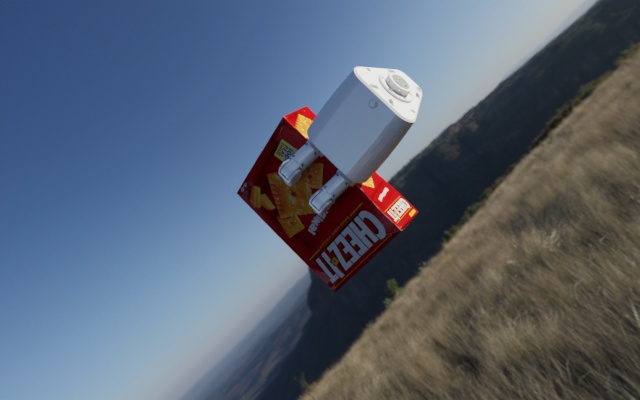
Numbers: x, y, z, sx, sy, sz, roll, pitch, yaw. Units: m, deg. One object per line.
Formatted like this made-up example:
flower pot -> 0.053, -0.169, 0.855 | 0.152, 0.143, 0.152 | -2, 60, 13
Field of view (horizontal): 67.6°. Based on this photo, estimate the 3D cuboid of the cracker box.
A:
cracker box -> 0.000, 0.002, 0.675 | 0.164, 0.213, 0.072 | -50, -8, 38
